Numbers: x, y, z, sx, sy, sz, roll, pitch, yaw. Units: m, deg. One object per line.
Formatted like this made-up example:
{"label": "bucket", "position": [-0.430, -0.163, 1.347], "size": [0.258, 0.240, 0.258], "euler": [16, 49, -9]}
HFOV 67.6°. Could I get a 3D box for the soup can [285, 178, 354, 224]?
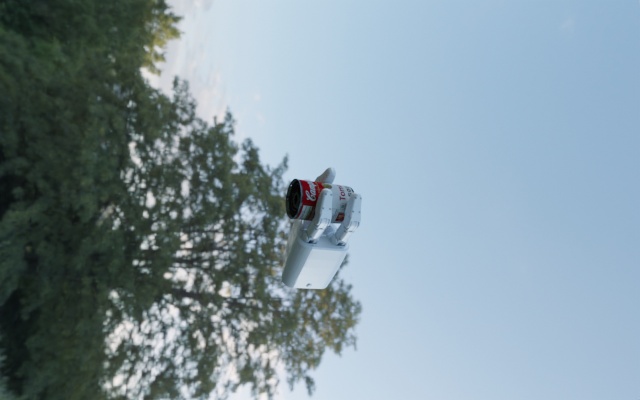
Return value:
{"label": "soup can", "position": [0.001, 0.002, 0.812], "size": [0.102, 0.068, 0.068], "euler": [7, -3, -24]}
